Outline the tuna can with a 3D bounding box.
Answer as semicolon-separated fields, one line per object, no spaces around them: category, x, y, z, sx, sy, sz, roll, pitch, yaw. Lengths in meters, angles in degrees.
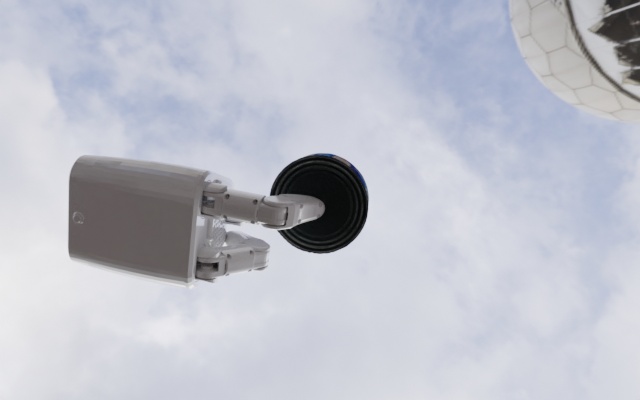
tuna can;0.000;0.001;0.421;0.086;0.086;0.033;0;11;8
